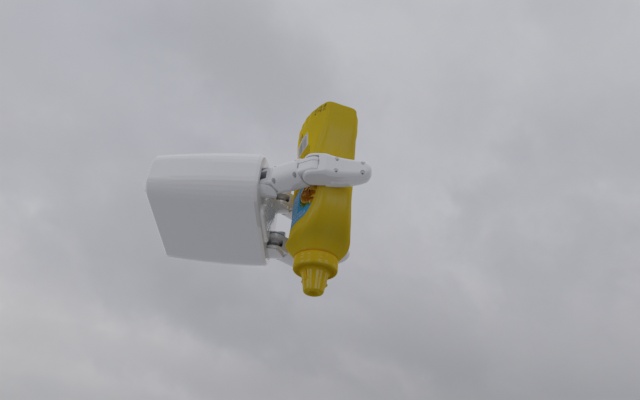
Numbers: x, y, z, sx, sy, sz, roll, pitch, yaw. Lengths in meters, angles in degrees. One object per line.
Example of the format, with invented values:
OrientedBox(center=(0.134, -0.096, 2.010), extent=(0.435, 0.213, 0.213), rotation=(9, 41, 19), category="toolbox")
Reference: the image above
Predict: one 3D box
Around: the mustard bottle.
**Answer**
OrientedBox(center=(0.000, 0.001, 0.469), extent=(0.058, 0.191, 0.096), rotation=(16, -35, -15), category="mustard bottle")
